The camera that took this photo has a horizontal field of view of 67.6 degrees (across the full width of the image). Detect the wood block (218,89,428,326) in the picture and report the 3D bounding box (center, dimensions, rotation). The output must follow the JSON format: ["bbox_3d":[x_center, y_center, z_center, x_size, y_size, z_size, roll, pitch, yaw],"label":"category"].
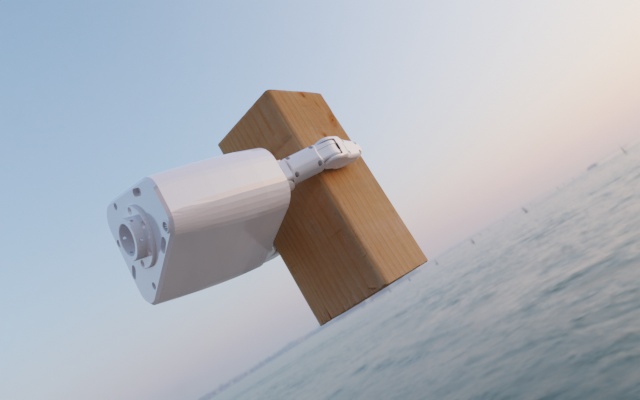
[{"bbox_3d":[0.000,0.001,0.470,0.091,0.206,0.090,-40,-15,33],"label":"wood block"}]
